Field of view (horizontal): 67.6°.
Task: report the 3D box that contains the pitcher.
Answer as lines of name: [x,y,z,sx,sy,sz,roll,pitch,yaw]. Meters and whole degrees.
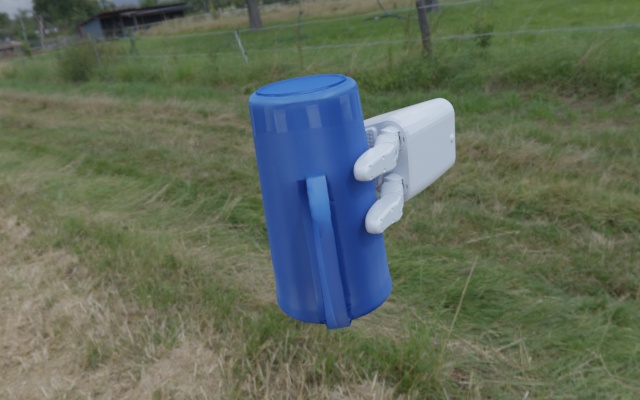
pitcher: [0.000,0.002,0.498,0.149,0.243,0.145,14,32,43]
